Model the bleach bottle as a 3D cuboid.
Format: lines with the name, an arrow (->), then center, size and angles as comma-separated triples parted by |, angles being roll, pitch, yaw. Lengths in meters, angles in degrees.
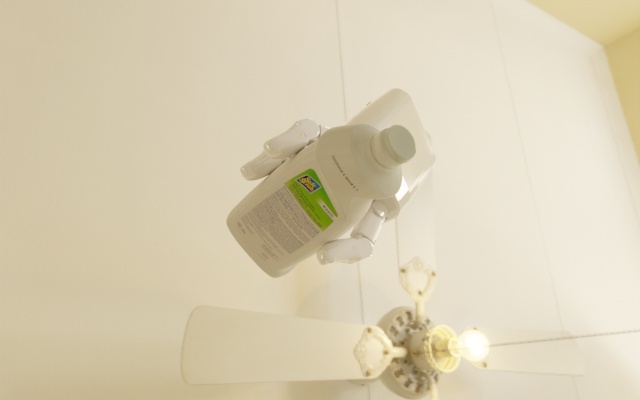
bleach bottle -> 0.000, 0.001, 0.460 | 0.251, 0.102, 0.068 | -30, 14, 51
